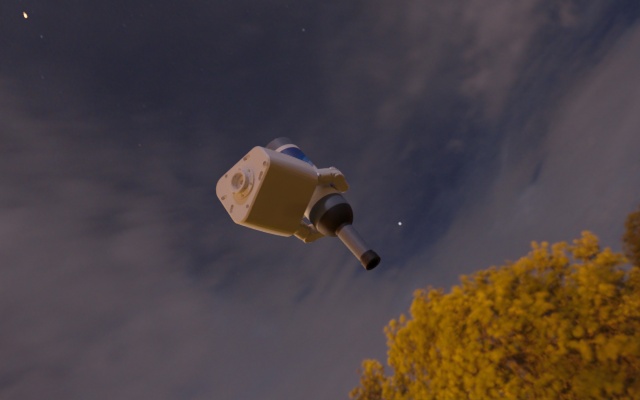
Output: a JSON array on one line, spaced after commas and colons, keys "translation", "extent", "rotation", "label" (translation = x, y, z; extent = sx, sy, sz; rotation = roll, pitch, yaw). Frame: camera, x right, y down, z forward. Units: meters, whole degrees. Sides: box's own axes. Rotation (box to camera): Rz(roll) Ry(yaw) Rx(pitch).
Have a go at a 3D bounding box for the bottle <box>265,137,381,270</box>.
[{"translation": [0.000, 0.002, 0.786], "extent": [0.069, 0.069, 0.295], "rotation": [0, 38, -42], "label": "bottle"}]
